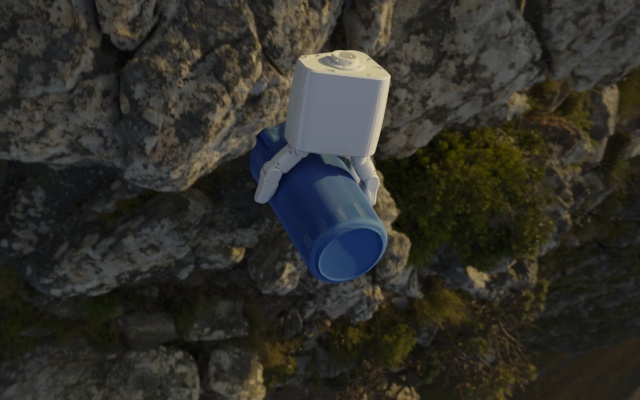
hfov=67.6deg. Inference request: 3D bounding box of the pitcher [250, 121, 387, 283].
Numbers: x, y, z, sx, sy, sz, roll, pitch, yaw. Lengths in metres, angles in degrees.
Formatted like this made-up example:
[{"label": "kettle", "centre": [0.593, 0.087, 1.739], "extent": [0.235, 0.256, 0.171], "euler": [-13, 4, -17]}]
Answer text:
[{"label": "pitcher", "centre": [0.000, 0.002, 0.678], "extent": [0.149, 0.145, 0.242], "euler": [-5, 38, -23]}]
